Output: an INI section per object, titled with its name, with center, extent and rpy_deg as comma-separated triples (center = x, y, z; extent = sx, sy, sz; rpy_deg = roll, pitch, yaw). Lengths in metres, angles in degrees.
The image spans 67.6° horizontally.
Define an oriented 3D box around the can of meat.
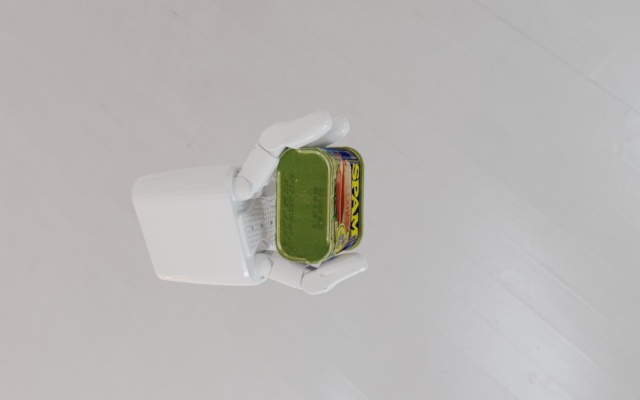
[can of meat]
center = 0.000, 0.002, 0.427
extent = 0.057, 0.102, 0.084
rpy_deg = 3, 5, 21
